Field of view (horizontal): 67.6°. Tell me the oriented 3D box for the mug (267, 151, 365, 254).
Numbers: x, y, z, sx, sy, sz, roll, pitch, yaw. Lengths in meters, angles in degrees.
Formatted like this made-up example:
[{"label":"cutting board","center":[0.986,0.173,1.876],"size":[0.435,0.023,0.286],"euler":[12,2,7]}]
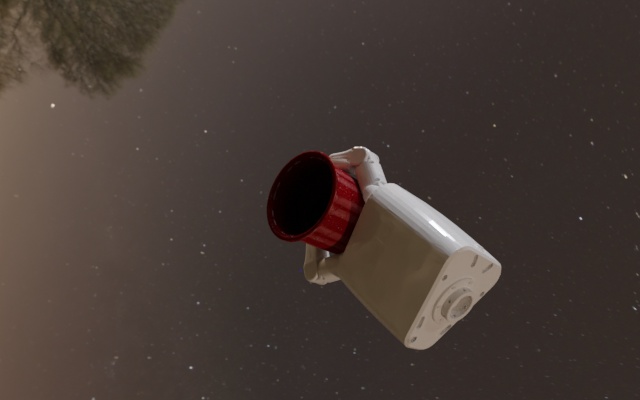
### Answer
[{"label":"mug","center":[-0.001,0.001,0.497],"size":[0.081,0.093,0.117],"euler":[26,14,-43]}]
